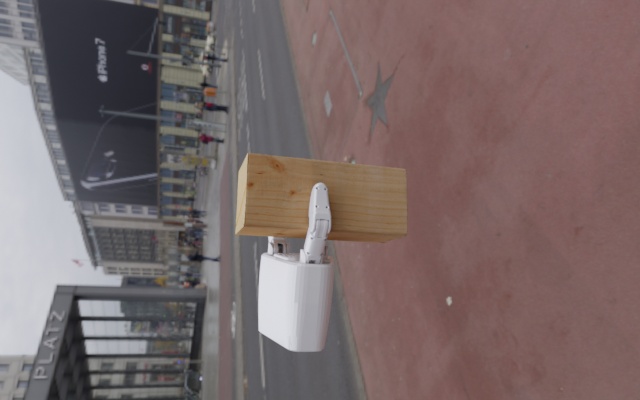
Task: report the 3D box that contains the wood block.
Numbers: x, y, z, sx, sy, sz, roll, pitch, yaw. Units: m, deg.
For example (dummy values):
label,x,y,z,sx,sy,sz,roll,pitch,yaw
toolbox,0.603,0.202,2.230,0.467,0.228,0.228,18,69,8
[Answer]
label,x,y,z,sx,sy,sz,roll,pitch,yaw
wood block,0.000,0.002,0.622,0.206,0.090,0.091,4,-12,-16
